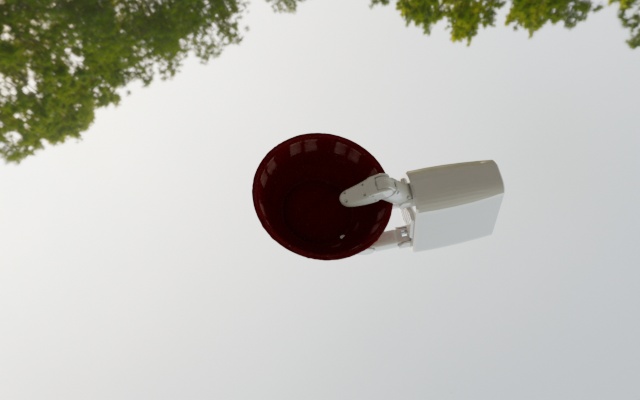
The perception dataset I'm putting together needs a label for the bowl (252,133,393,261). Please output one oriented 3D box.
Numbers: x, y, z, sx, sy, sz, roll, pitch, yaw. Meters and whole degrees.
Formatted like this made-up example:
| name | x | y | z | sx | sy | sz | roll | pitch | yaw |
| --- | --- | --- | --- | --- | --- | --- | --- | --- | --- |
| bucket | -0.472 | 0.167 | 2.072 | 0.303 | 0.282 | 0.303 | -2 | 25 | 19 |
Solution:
| name | x | y | z | sx | sy | sz | roll | pitch | yaw |
| --- | --- | --- | --- | --- | --- | --- | --- | --- | --- |
| bowl | -0.001 | 0.002 | 0.563 | 0.162 | 0.162 | 0.055 | 0 | -25 | -9 |
